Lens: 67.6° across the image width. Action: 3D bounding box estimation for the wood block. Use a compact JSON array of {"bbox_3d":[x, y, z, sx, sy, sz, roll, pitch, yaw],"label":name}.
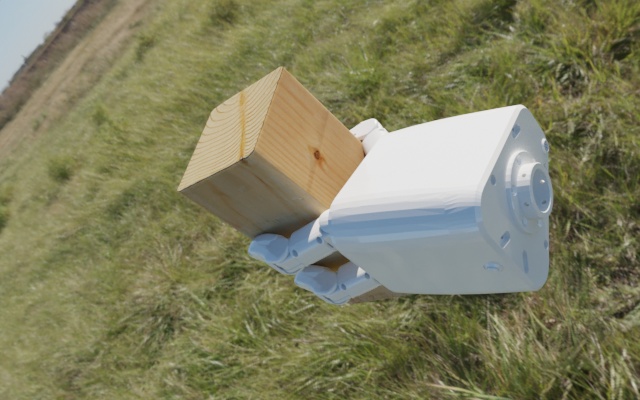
[{"bbox_3d":[0.000,0.001,0.407,0.090,0.090,0.206,-20,-46,38],"label":"wood block"}]
